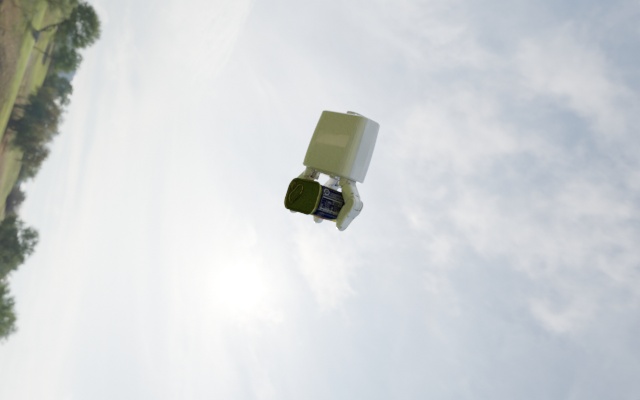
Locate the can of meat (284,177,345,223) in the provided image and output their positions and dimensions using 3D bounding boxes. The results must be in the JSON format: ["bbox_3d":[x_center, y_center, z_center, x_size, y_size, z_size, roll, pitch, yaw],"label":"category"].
[{"bbox_3d":[0.000,0.003,0.812,0.084,0.057,0.102,19,-3,-34],"label":"can of meat"}]
